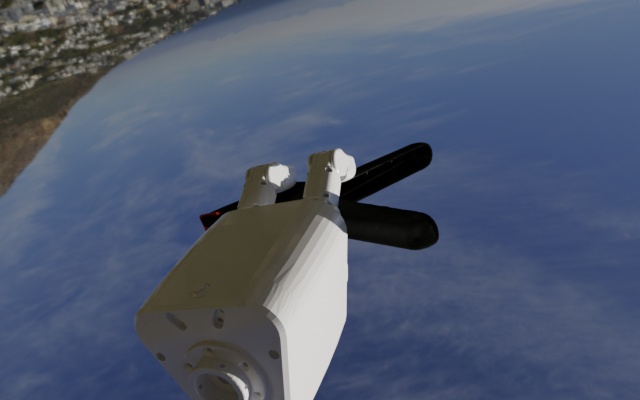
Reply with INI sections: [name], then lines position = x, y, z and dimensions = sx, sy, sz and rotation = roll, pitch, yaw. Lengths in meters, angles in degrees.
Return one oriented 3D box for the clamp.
[clamp]
position = 0.000, 0.002, 0.403
dimensions = 0.210, 0.036, 0.164
rotation = -9, 22, 23
